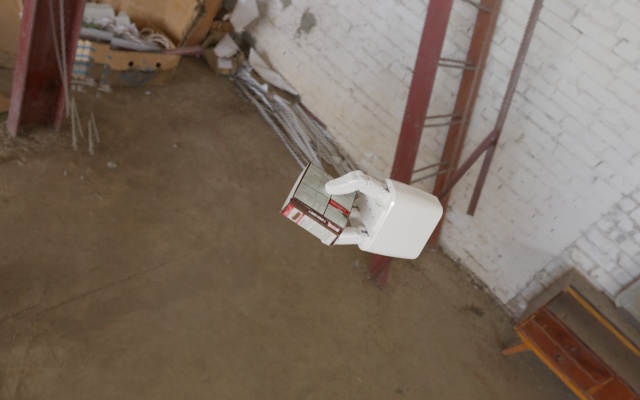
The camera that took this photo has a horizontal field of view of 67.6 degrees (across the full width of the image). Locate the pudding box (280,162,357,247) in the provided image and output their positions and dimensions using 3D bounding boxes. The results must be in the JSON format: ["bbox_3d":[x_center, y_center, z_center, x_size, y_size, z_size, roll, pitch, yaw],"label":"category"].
[{"bbox_3d":[0.000,0.002,0.699,0.090,0.039,0.113,33,31,-6],"label":"pudding box"}]
